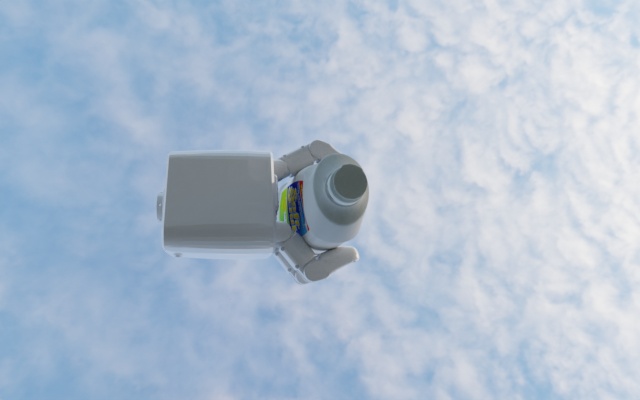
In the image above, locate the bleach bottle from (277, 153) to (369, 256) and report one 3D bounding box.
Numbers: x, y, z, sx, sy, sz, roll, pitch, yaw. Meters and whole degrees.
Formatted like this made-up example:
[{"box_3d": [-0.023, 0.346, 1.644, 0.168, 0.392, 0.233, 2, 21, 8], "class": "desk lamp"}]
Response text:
[{"box_3d": [0.000, 0.002, 0.496, 0.068, 0.102, 0.251, 0, -11, -11], "class": "bleach bottle"}]
